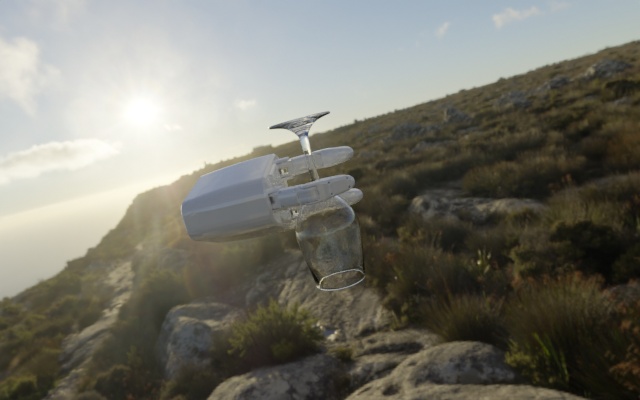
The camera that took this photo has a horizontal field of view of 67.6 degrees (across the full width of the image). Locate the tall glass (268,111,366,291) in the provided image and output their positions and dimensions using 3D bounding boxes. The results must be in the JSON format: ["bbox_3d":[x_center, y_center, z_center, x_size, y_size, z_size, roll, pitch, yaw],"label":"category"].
[{"bbox_3d":[0.000,0.001,0.566,0.079,0.201,0.079,-15,8,2],"label":"tall glass"}]
